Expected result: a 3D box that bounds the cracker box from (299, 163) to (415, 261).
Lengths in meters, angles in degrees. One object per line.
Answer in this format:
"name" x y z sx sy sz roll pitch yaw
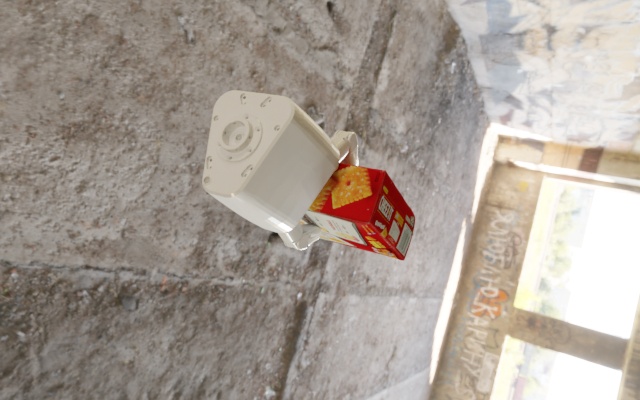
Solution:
"cracker box" 0.000 0.002 0.616 0.213 0.072 0.164 13 -14 28
